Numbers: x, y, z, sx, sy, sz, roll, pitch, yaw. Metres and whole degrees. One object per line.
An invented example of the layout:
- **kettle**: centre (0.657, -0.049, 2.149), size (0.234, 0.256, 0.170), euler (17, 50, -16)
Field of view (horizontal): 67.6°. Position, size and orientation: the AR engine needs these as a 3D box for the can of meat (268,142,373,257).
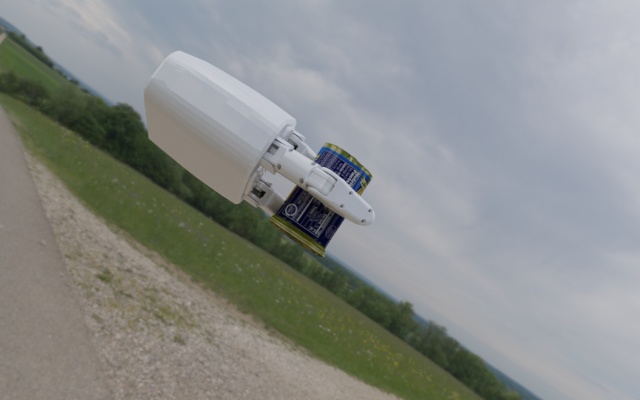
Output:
- **can of meat**: centre (0.000, 0.001, 0.439), size (0.057, 0.084, 0.102), euler (34, -7, 0)
